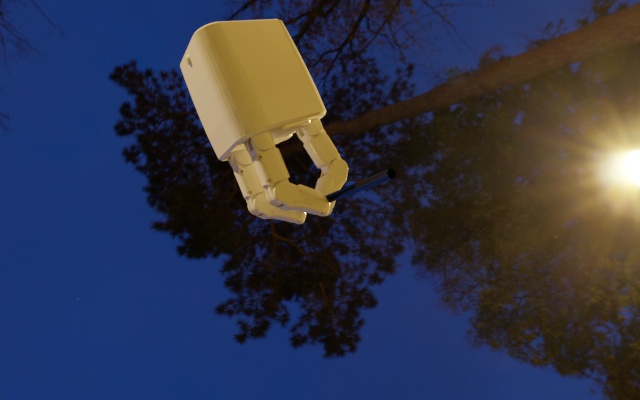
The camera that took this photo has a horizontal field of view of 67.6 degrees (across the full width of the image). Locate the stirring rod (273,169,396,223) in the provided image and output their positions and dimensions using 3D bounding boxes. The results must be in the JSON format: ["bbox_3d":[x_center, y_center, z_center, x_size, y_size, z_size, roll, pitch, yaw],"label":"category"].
[{"bbox_3d":[0.000,0.001,0.465,0.011,0.011,0.239,0,-10,-27],"label":"stirring rod"}]
